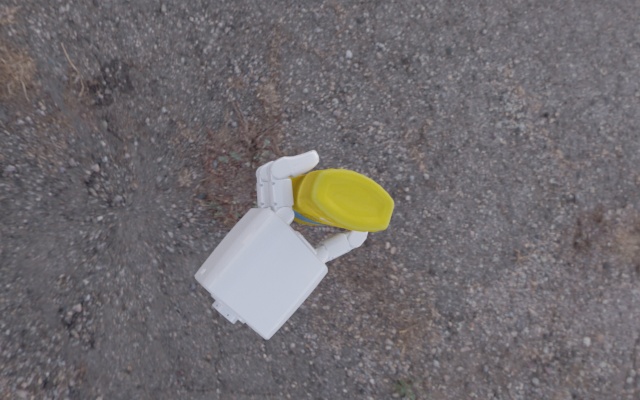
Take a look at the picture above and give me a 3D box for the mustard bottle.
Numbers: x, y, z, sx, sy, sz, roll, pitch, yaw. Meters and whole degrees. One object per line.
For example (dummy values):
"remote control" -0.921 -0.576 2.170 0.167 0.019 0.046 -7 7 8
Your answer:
"mustard bottle" 0.000 0.002 0.568 0.096 0.058 0.191 20 -8 -20
